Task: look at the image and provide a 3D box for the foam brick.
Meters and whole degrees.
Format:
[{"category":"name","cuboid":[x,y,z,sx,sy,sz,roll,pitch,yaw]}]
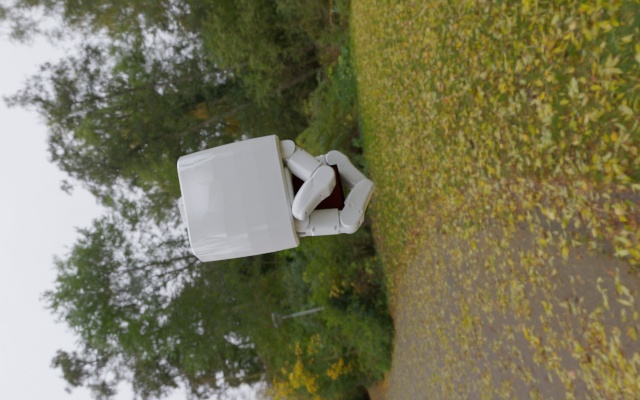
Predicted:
[{"category":"foam brick","cuboid":[0.000,0.002,0.538,0.051,0.053,0.078,-12,-23,0]}]
